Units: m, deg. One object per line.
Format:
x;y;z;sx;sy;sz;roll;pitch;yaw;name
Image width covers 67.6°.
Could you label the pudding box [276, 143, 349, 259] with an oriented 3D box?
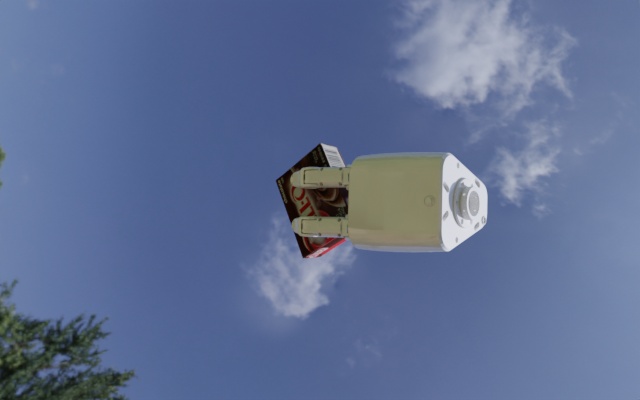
0.000;0.002;0.580;0.039;0.113;0.090;5;-32;-47;pudding box
